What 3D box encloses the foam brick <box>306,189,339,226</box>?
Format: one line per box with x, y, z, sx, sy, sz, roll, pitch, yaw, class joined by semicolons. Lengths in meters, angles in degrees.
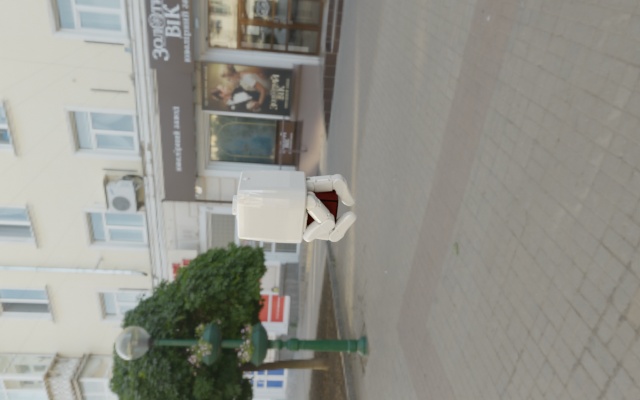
0.000;0.003;0.815;0.051;0.053;0.078;3;28;-5;foam brick
